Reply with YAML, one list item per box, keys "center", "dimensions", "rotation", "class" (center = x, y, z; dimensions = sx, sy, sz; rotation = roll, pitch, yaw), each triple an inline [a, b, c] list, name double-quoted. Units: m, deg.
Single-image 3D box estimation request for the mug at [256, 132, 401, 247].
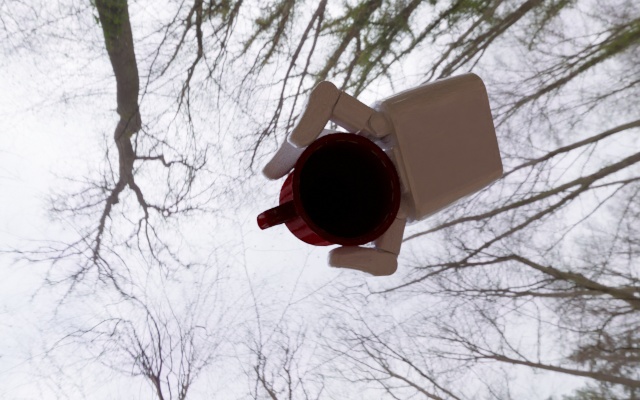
- center: [-0.001, 0.002, 0.413]
  dimensions: [0.117, 0.093, 0.081]
  rotation: [-23, -3, -20]
  class: "mug"
